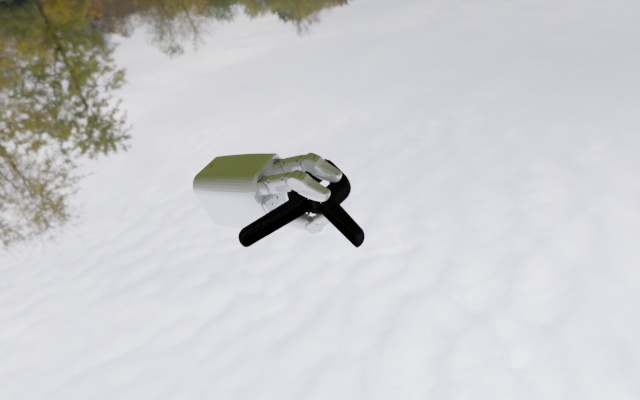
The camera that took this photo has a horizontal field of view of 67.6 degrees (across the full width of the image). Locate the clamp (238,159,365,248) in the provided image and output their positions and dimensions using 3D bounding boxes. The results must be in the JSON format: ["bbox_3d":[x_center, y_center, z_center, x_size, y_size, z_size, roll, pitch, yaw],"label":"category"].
[{"bbox_3d":[0.000,0.003,0.671,0.164,0.036,0.210,4,33,20],"label":"clamp"}]
